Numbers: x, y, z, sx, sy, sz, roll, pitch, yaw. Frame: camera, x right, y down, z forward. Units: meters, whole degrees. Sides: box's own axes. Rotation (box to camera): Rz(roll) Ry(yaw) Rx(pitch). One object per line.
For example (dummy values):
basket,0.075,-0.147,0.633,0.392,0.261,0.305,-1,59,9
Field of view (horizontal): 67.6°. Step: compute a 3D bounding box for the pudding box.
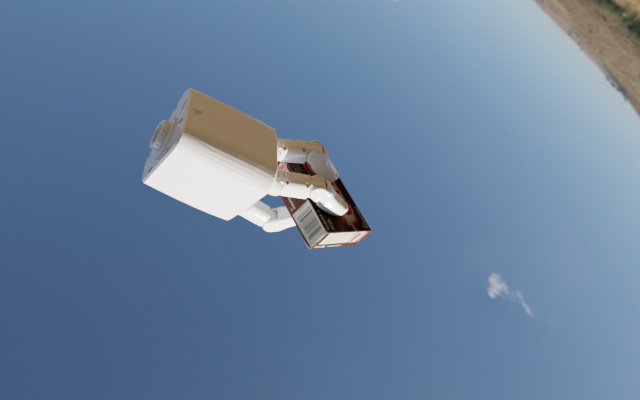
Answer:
pudding box,0.000,0.002,0.579,0.039,0.113,0.090,-42,-25,31
